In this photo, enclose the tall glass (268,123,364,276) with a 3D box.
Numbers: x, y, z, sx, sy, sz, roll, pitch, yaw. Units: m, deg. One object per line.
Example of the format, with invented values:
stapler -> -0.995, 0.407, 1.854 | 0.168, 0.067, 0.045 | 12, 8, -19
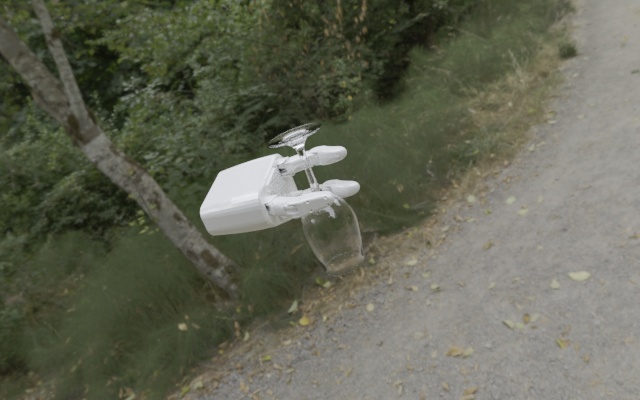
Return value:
tall glass -> 0.000, 0.002, 0.647 | 0.079, 0.201, 0.079 | -19, 20, 7
